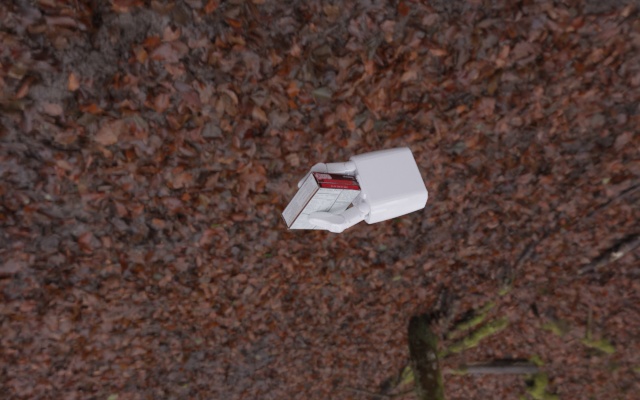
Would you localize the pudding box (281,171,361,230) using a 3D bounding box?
[{"bbox_3d":[0.000,0.003,0.792,0.090,0.039,0.113,4,-43,-37],"label":"pudding box"}]
